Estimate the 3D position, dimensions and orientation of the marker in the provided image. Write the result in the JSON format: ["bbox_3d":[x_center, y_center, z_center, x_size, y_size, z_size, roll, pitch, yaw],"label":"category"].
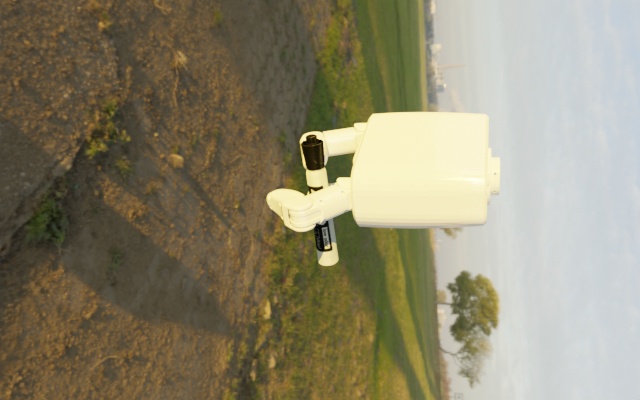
[{"bbox_3d":[0.000,0.001,0.413,0.020,0.121,0.020,-6,25,3],"label":"marker"}]
